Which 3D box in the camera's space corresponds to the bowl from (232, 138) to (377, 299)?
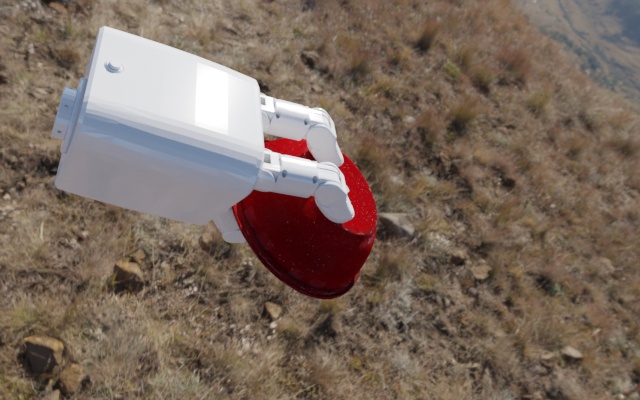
[{"bbox_3d":[0.001,0.001,0.421,0.055,0.162,0.162,-34,-20,31],"label":"bowl"}]
